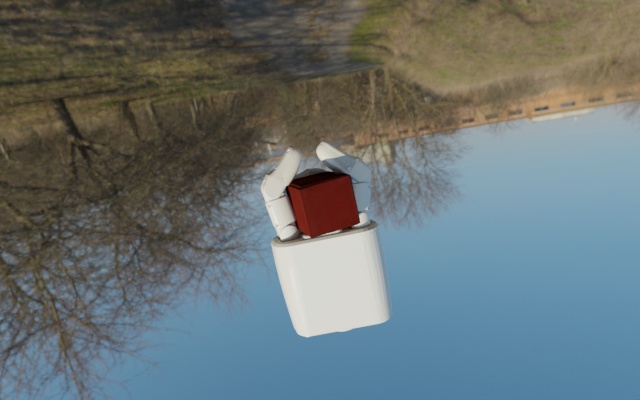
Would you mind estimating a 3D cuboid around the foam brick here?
[{"bbox_3d":[0.000,0.002,0.488,0.053,0.051,0.078,-15,9,-13],"label":"foam brick"}]
